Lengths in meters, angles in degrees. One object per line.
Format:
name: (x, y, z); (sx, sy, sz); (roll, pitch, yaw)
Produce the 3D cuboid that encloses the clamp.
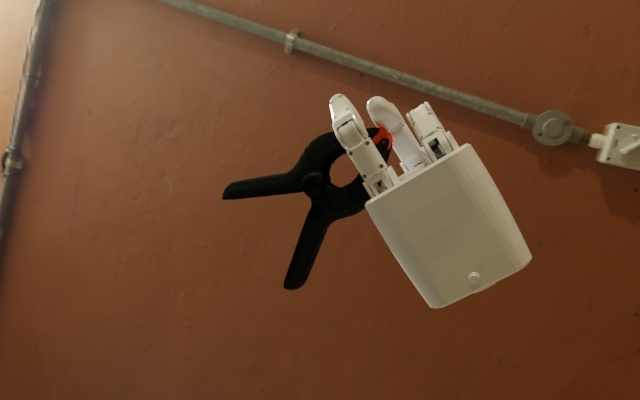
clamp: (0.000, 0.001, 0.442); (0.171, 0.120, 0.039); (-30, -3, 17)
